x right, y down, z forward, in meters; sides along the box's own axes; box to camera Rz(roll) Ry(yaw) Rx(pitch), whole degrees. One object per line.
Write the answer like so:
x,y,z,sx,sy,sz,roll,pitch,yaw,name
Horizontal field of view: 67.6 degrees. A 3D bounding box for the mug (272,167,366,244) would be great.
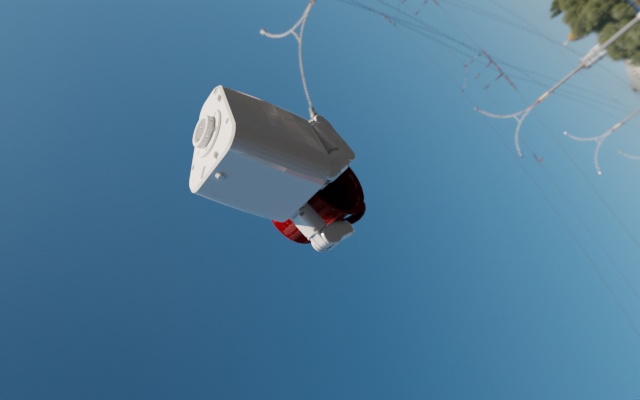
0.001,0.002,0.573,0.117,0.093,0.081,21,-47,-32,mug
